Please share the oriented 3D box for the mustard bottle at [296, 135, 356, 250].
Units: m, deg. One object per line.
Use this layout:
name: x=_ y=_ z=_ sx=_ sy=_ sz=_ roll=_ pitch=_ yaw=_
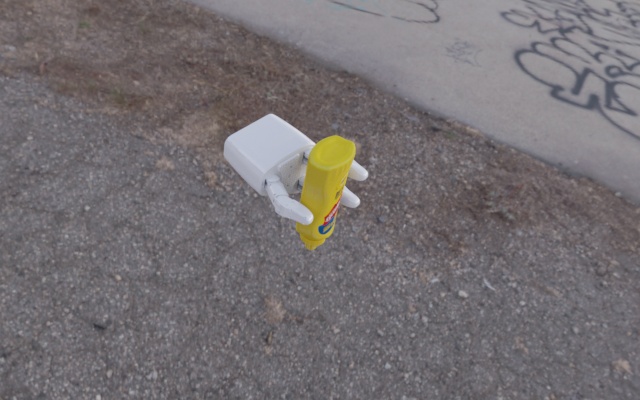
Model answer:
mustard bottle: x=0.000 y=0.002 z=0.727 sx=0.058 sy=0.192 sz=0.096 roll=23 pitch=39 yaw=12
